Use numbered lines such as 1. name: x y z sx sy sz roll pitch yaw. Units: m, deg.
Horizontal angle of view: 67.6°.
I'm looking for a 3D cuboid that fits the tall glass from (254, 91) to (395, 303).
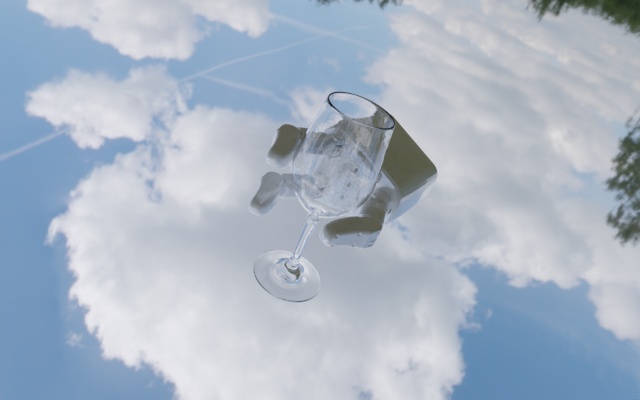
1. tall glass: 0.000 0.002 0.450 0.079 0.201 0.079 17 33 -11
